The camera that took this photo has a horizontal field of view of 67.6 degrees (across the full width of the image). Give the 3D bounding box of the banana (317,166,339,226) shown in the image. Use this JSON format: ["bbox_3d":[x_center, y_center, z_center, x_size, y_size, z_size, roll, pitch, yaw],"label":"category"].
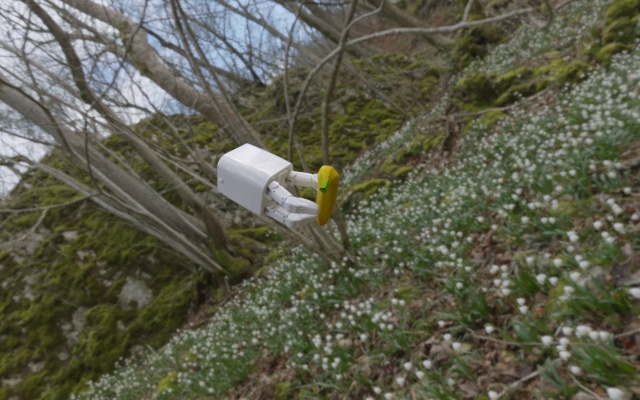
[{"bbox_3d":[0.008,-0.014,0.861,0.037,0.069,0.198,24,-18,10],"label":"banana"}]
